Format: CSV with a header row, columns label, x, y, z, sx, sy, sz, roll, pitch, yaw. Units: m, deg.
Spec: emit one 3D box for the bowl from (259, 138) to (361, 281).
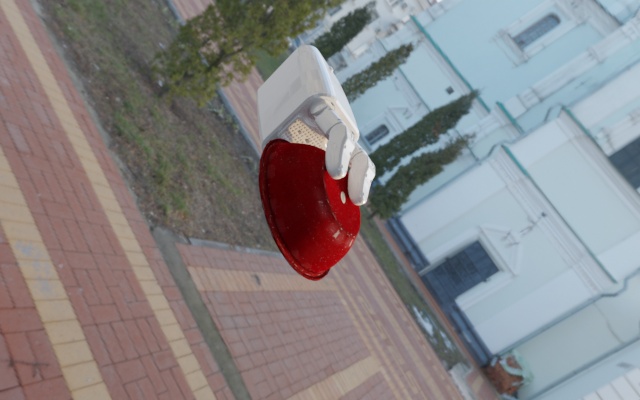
label,x,y,z,sx,sy,sz,roll,pitch,yaw
bowl,0.001,0.003,0.515,0.055,0.162,0.162,-17,-7,22
